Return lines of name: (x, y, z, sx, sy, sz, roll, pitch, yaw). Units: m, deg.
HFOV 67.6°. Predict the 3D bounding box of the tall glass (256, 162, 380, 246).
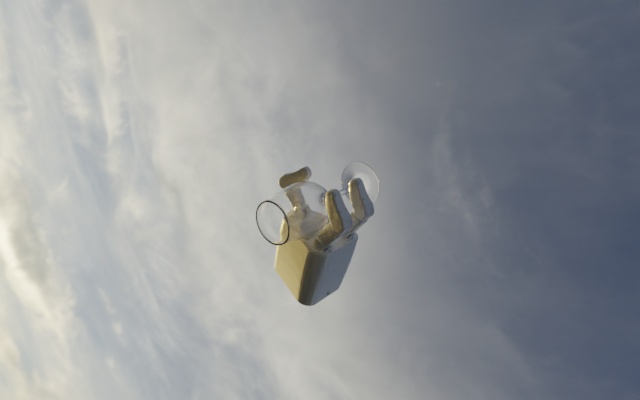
tall glass: (0.001, 0.002, 0.693, 0.079, 0.079, 0.201, 0, 16, 42)
